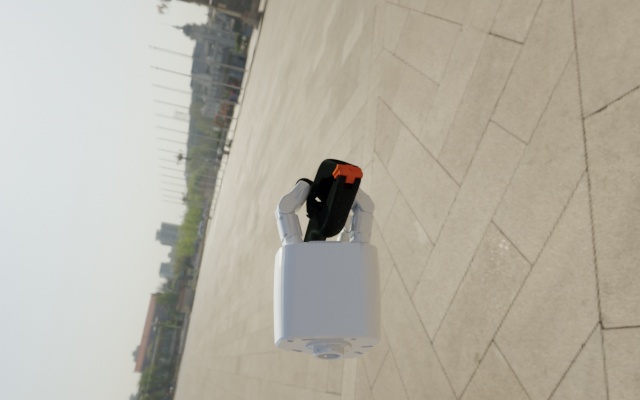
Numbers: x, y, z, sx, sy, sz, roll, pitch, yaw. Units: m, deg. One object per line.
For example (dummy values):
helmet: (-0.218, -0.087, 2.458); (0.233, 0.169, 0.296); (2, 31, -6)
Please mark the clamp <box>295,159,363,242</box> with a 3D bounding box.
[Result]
clamp: (-0.001, 0.002, 0.596); (0.036, 0.164, 0.210); (6, -32, -16)
